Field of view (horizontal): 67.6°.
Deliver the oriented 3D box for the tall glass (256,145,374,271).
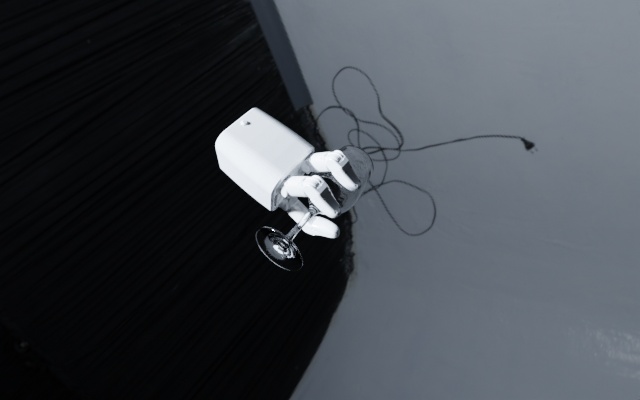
[{"bbox_3d":[0.000,0.003,0.666,0.079,0.079,0.201,0,37,44],"label":"tall glass"}]
